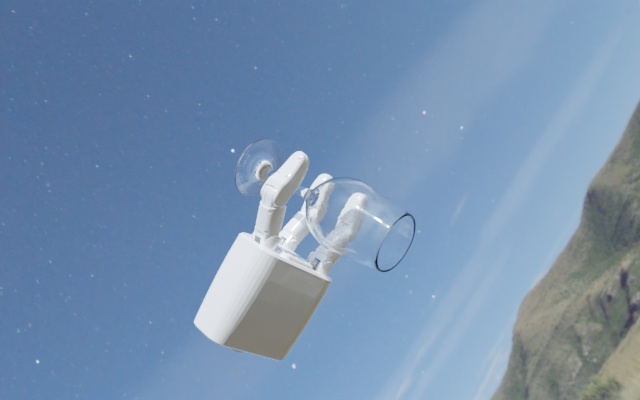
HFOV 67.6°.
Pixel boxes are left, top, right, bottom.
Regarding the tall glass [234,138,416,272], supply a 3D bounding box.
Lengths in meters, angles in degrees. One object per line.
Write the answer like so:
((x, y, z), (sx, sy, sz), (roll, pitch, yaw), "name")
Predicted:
((0.000, 0.001, 0.505), (0.201, 0.079, 0.079), (28, 17, 35), "tall glass")
